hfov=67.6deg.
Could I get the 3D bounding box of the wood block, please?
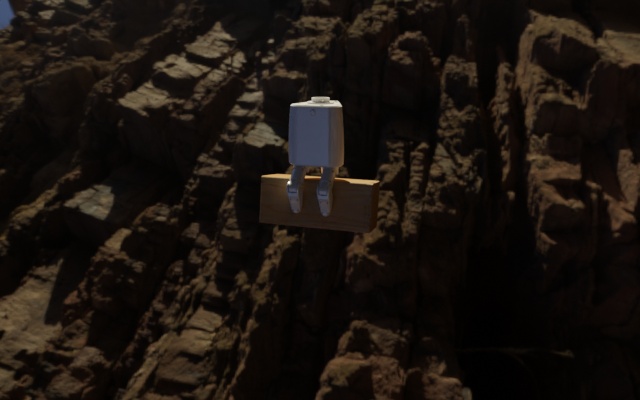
[{"bbox_3d":[0.000,0.002,0.892,0.206,0.090,0.091,5,7,15],"label":"wood block"}]
